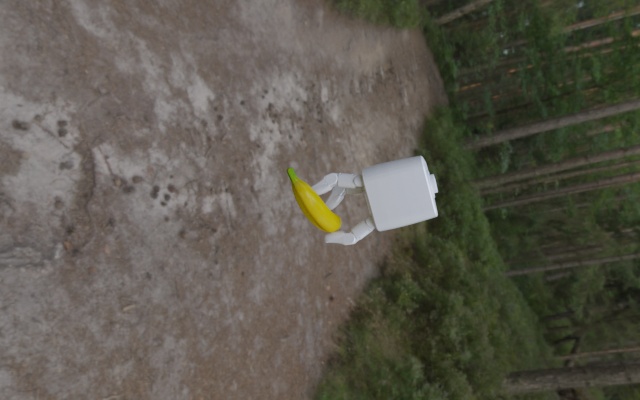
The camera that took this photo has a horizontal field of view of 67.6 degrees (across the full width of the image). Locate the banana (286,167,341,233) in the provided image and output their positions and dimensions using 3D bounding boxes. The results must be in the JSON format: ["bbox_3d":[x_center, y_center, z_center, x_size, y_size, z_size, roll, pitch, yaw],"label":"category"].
[{"bbox_3d":[0.000,0.017,0.825,0.037,0.069,0.198,-17,-34,16],"label":"banana"}]
